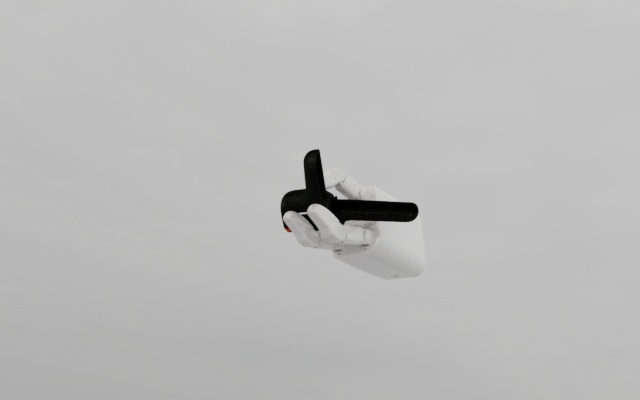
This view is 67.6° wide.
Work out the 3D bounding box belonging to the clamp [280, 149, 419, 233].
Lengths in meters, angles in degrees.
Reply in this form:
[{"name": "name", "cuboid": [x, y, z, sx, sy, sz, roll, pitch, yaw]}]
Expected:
[{"name": "clamp", "cuboid": [0.000, 0.002, 0.632, 0.164, 0.036, 0.210, 32, -30, -29]}]
